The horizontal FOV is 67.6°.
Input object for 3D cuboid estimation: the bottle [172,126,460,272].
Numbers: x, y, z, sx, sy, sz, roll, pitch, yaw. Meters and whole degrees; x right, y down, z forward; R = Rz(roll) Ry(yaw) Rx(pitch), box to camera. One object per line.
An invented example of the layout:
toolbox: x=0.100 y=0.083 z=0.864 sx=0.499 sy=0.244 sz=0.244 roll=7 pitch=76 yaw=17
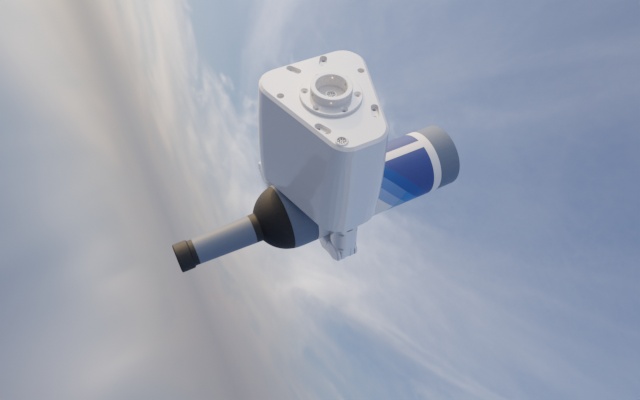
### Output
bottle: x=0.000 y=0.002 z=0.478 sx=0.295 sy=0.069 sz=0.069 roll=-22 pitch=7 yaw=-17
